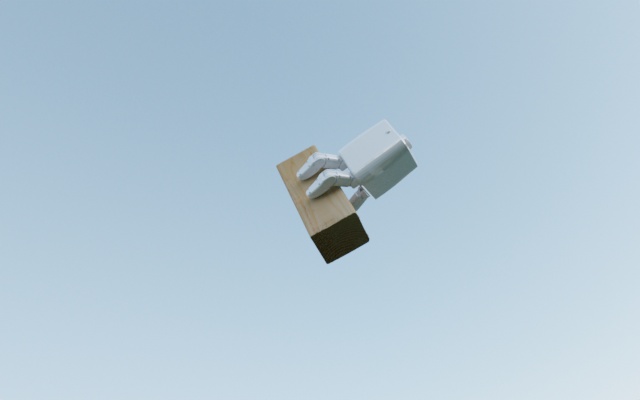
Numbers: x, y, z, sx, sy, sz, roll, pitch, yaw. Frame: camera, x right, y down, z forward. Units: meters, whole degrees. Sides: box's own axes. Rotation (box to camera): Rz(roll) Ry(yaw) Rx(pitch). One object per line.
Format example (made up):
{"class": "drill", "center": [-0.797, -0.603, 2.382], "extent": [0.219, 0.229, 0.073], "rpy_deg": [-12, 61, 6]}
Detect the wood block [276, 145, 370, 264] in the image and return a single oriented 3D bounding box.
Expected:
{"class": "wood block", "center": [0.001, 0.003, 0.887], "extent": [0.090, 0.206, 0.091], "rpy_deg": [-29, -45, 1]}
